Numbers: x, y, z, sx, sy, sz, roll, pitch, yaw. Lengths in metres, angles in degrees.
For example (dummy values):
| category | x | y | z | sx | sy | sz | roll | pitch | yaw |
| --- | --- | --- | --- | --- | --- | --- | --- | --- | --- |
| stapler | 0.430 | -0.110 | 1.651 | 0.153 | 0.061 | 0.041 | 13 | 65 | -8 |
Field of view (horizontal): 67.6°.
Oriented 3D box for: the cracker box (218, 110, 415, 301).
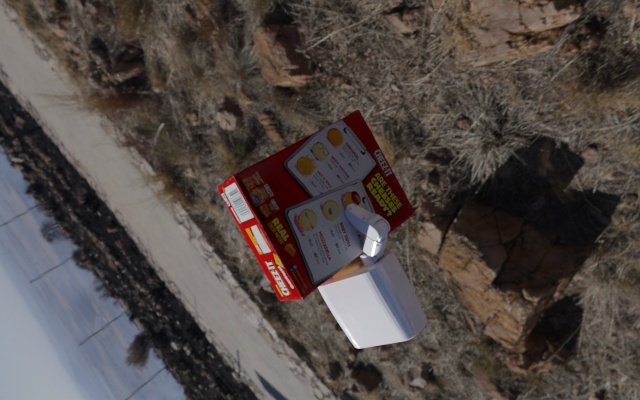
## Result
| category | x | y | z | sx | sy | sz | roll | pitch | yaw |
| --- | --- | --- | --- | --- | --- | --- | --- | --- | --- |
| cracker box | 0.000 | 0.002 | 0.616 | 0.213 | 0.164 | 0.072 | -33 | 6 | -33 |
